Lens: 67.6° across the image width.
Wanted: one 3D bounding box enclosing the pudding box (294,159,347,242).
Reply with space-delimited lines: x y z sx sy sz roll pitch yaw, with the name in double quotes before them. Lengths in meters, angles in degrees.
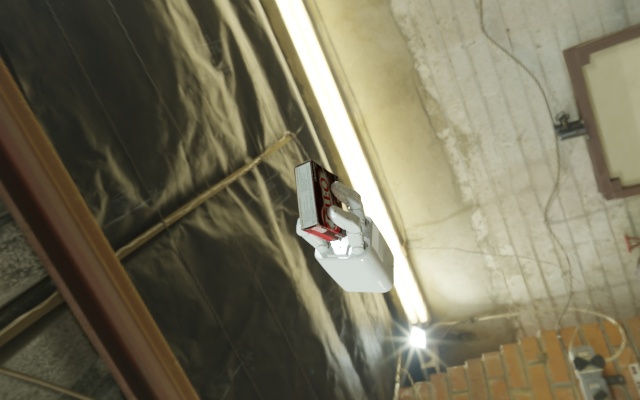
"pudding box" 0.000 0.003 0.767 0.039 0.113 0.090 -21 -25 24
